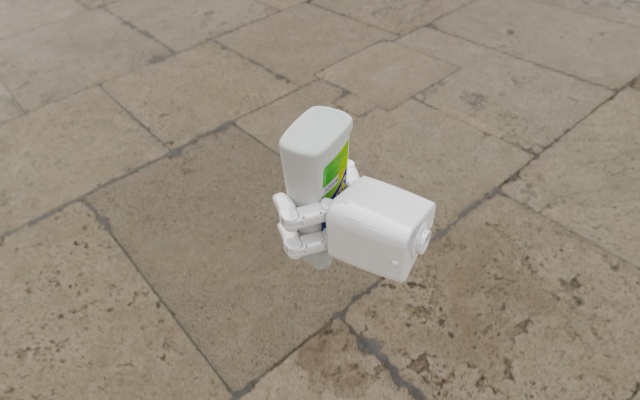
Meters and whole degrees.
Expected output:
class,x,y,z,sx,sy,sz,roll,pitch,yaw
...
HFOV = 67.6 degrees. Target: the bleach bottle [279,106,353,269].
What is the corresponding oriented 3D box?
class,x,y,z,sx,sy,sz,roll,pitch,yaw
bleach bottle,0.000,0.002,0.664,0.068,0.251,0.102,21,50,23
